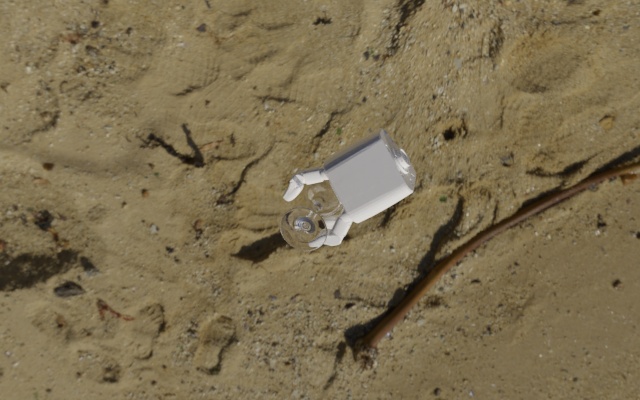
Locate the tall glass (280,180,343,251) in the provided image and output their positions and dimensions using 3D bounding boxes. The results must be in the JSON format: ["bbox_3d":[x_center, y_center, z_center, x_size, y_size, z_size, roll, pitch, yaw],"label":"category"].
[{"bbox_3d":[0.000,0.003,0.800,0.079,0.079,0.201,0,24,16],"label":"tall glass"}]
